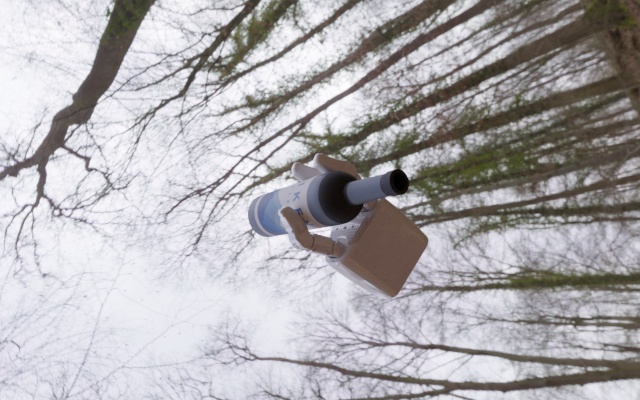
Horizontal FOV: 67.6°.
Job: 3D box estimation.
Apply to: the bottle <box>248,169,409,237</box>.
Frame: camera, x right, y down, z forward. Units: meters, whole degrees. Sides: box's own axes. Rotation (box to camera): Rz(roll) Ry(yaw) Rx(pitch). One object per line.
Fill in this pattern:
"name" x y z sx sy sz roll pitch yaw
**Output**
"bottle" 0.000 0.002 0.614 0.069 0.069 0.296 0 -8 -34
